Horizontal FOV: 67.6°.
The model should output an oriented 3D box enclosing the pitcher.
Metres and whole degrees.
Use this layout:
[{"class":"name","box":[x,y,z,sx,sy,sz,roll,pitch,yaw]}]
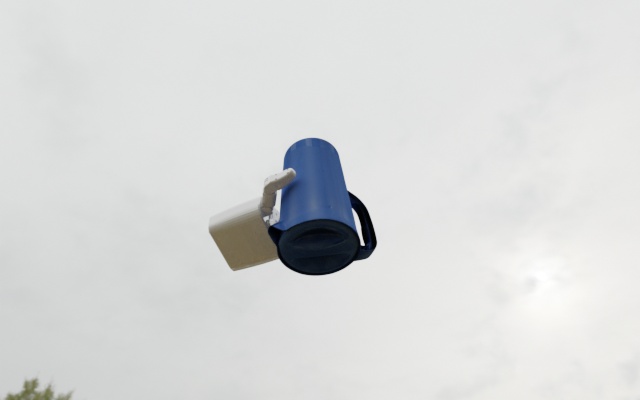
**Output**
[{"class":"pitcher","box":[0.000,0.003,0.833,0.145,0.242,0.149,-20,-49,14]}]
